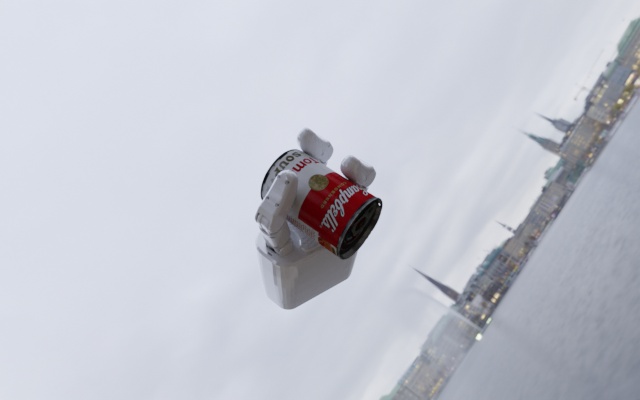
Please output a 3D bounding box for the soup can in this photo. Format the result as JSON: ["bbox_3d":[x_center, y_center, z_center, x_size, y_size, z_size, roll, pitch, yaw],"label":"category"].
[{"bbox_3d":[0.000,0.001,0.467,0.102,0.068,0.068,34,15,23],"label":"soup can"}]
